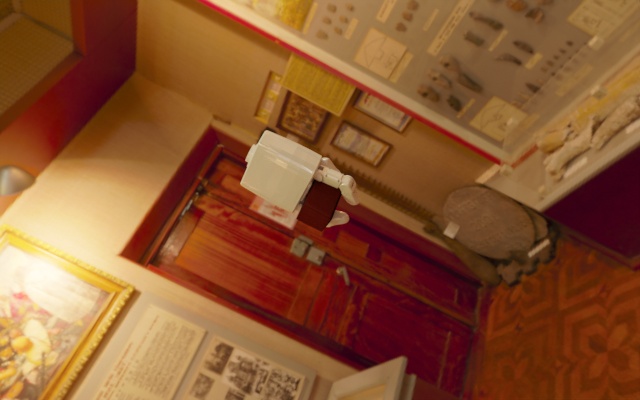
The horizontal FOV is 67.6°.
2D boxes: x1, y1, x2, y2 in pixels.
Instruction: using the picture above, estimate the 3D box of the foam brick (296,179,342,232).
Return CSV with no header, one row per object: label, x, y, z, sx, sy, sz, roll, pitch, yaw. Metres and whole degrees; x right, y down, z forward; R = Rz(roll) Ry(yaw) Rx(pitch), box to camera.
foam brick,0.000,0.003,0.811,0.051,0.078,0.053,27,-35,-6
